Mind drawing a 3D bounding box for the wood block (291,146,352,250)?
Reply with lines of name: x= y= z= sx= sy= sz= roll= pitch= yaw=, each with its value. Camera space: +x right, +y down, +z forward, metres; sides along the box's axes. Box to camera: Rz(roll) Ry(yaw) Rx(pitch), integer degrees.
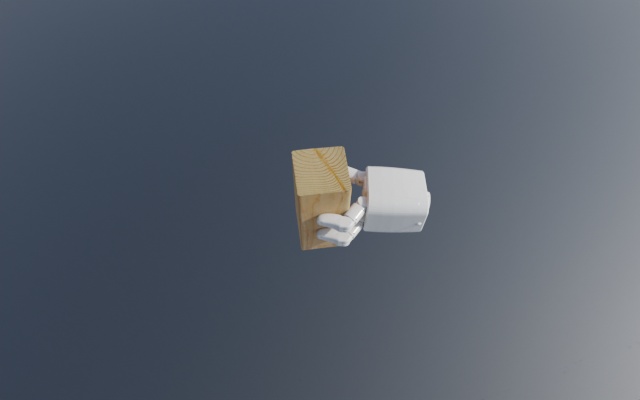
wood block: x=0.000 y=0.002 z=0.859 sx=0.090 sy=0.090 sz=0.206 roll=-6 pitch=-30 yaw=-4
